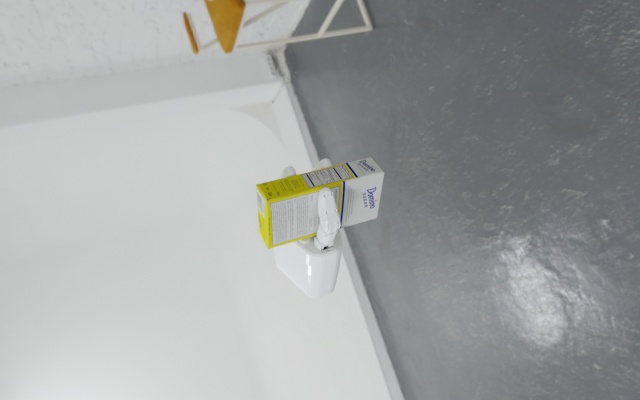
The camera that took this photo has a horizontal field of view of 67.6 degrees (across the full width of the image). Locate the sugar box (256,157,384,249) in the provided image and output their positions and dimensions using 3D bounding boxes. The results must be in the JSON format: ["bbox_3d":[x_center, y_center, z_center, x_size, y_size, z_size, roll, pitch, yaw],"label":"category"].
[{"bbox_3d":[0.000,0.002,0.678,0.176,0.093,0.048,-16,45,-21],"label":"sugar box"}]
